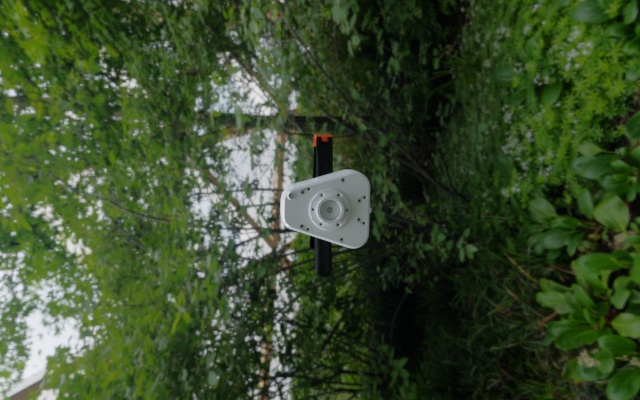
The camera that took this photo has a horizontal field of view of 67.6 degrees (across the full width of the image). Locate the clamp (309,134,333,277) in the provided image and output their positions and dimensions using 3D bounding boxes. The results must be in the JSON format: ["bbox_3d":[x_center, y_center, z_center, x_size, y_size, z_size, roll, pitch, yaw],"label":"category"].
[{"bbox_3d":[-0.001,0.002,0.759,0.036,0.210,0.164,1,2,-6],"label":"clamp"}]
